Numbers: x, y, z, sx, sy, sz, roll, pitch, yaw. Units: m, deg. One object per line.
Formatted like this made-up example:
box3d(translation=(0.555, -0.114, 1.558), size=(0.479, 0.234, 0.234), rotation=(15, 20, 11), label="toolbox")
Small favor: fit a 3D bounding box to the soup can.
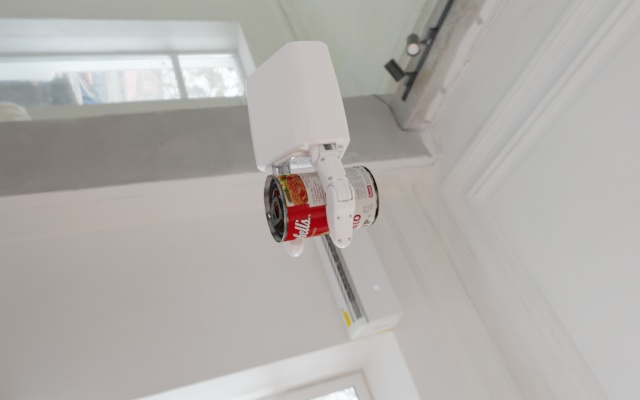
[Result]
box3d(translation=(0.000, 0.002, 0.489), size=(0.102, 0.068, 0.068), rotation=(-8, 3, -22), label="soup can")
